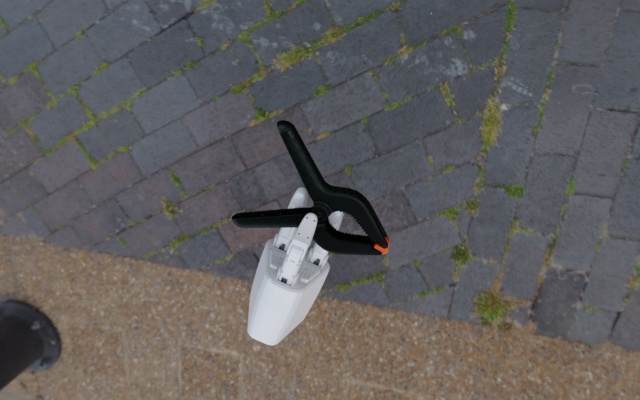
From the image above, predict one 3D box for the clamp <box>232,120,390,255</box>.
[{"bbox_3d":[0.000,0.003,0.619,0.210,0.165,0.036,24,26,3],"label":"clamp"}]
